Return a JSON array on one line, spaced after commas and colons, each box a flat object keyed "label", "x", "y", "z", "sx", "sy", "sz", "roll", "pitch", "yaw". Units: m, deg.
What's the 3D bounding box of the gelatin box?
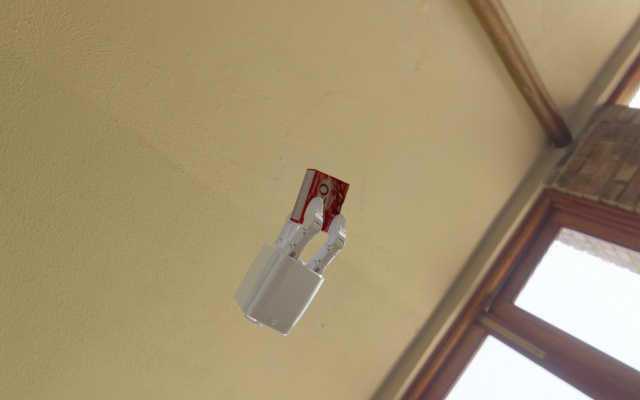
[{"label": "gelatin box", "x": 0.000, "y": 0.002, "z": 0.760, "sx": 0.073, "sy": 0.089, "sz": 0.030, "roll": 21, "pitch": -5, "yaw": -36}]
